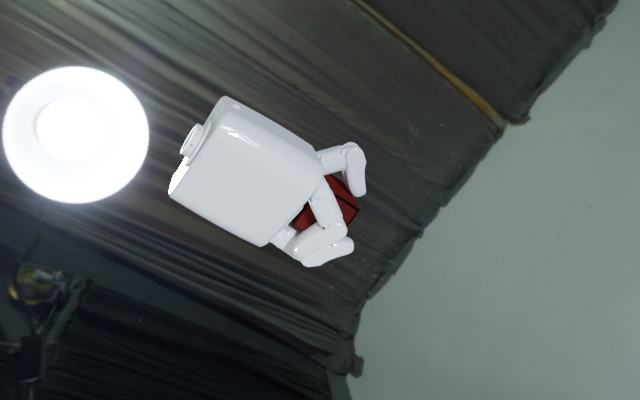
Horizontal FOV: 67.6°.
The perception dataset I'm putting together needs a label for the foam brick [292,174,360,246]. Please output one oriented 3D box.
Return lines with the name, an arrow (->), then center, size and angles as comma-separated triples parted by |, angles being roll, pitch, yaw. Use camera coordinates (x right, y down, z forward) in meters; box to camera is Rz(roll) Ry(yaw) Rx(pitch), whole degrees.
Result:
foam brick -> 0.000, 0.002, 0.520 | 0.051, 0.053, 0.078 | 31, 14, -22
